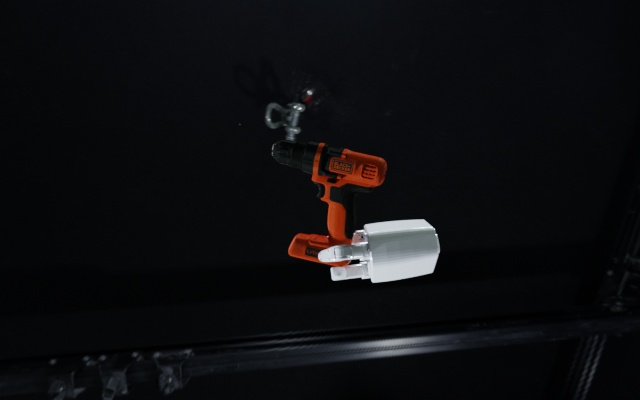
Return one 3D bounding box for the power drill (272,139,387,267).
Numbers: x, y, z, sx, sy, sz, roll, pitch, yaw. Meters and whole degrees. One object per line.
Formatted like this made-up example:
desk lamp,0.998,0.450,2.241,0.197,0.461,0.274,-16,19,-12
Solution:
power drill,0.000,0.003,0.768,0.184,0.188,0.057,13,15,10
